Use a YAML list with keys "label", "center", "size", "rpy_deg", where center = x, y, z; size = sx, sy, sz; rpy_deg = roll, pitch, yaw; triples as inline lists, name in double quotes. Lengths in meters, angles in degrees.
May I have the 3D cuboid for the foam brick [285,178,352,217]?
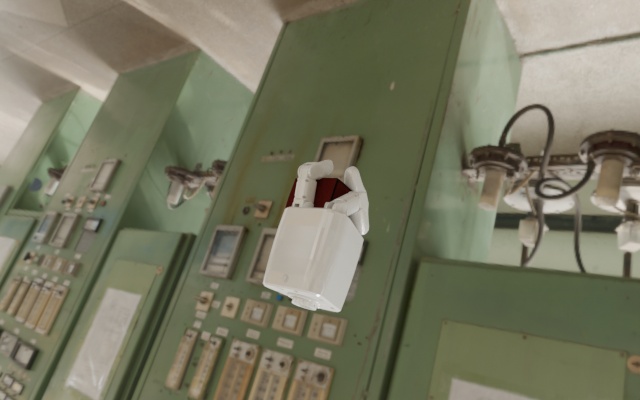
- label: "foam brick"
  center: [0.000, 0.002, 0.664]
  size: [0.078, 0.051, 0.053]
  rpy_deg: [2, -24, 39]
